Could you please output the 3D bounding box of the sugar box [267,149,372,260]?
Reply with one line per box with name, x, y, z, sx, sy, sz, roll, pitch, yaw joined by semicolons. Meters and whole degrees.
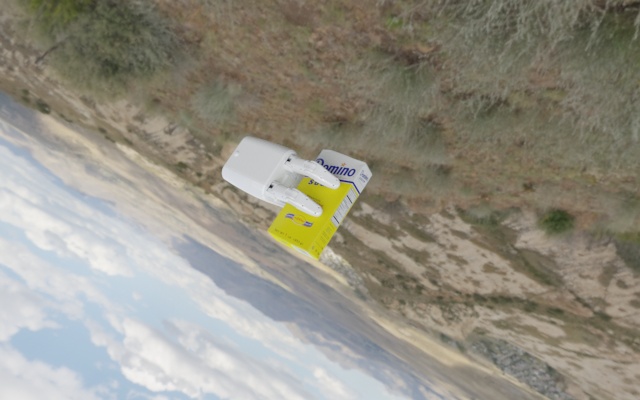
sugar box;0.000;0.002;0.788;0.093;0.176;0.048;23;-15;33
